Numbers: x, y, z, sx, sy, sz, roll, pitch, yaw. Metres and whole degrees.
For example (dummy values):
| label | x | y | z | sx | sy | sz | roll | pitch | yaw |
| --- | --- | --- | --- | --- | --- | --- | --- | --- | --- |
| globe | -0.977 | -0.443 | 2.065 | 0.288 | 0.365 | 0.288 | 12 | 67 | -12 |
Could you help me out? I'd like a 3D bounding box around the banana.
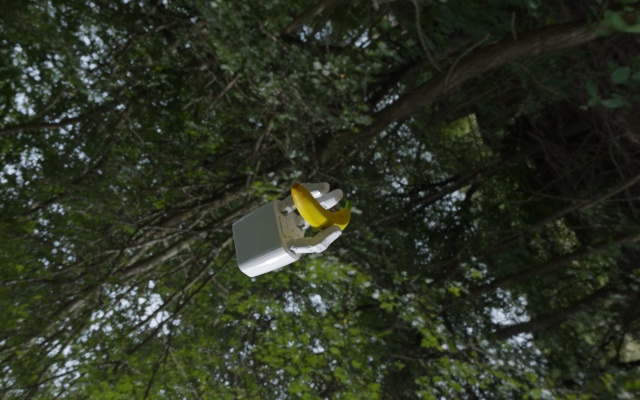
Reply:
| label | x | y | z | sx | sy | sz | roll | pitch | yaw |
| --- | --- | --- | --- | --- | --- | --- | --- | --- | --- |
| banana | 0.005 | 0.021 | 0.833 | 0.037 | 0.069 | 0.198 | -17 | -17 | 25 |
